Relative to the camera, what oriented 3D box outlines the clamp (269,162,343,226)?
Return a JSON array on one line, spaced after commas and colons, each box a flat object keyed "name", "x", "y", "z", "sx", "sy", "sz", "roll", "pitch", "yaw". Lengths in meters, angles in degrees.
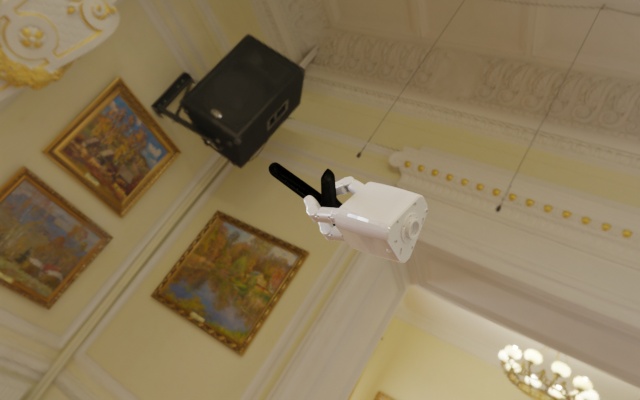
[{"name": "clamp", "x": 0.001, "y": 0.003, "z": 0.889, "sx": 0.164, "sy": 0.036, "sz": 0.210, "roll": 17, "pitch": -27, "yaw": 42}]
